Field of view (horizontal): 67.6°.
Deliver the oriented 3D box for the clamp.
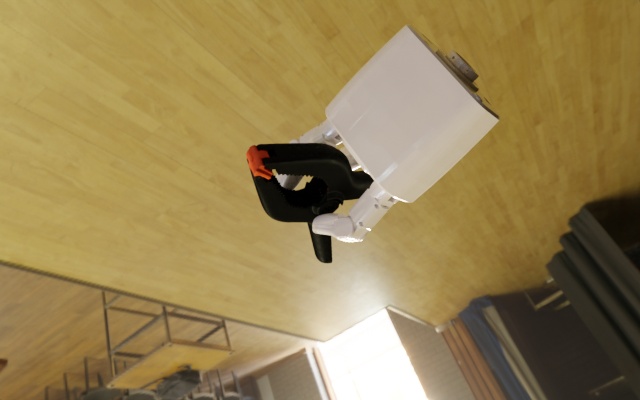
[{"bbox_3d":[0.000,0.002,0.485,0.210,0.036,0.165,17,-54,-44],"label":"clamp"}]
